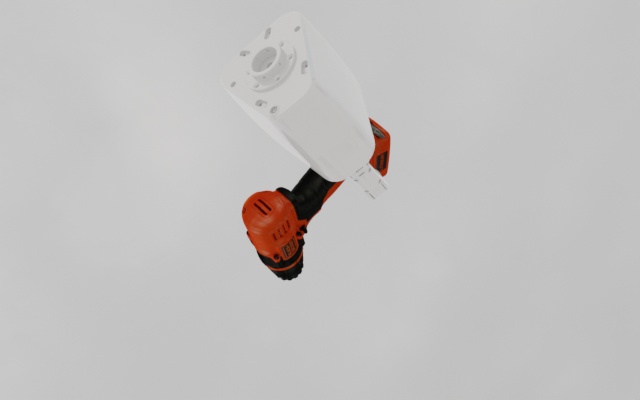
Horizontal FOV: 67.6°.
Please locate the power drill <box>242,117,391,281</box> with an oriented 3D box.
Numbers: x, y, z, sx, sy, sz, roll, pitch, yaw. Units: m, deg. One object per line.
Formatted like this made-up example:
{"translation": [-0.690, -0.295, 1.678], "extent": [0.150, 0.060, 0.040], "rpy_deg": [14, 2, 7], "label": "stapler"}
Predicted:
{"translation": [0.000, 0.001, 0.543], "extent": [0.057, 0.187, 0.184], "rpy_deg": [38, -17, 19], "label": "power drill"}
